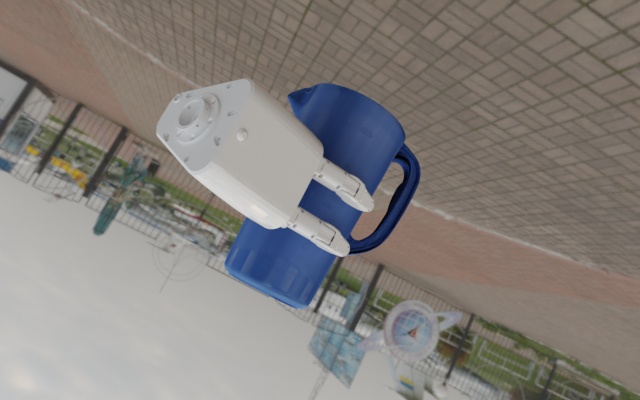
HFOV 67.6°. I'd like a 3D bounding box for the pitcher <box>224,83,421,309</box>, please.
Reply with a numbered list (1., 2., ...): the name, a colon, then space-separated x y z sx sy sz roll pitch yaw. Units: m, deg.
1. pitcher: 0.000 0.002 0.560 0.149 0.243 0.145 19 -13 37
